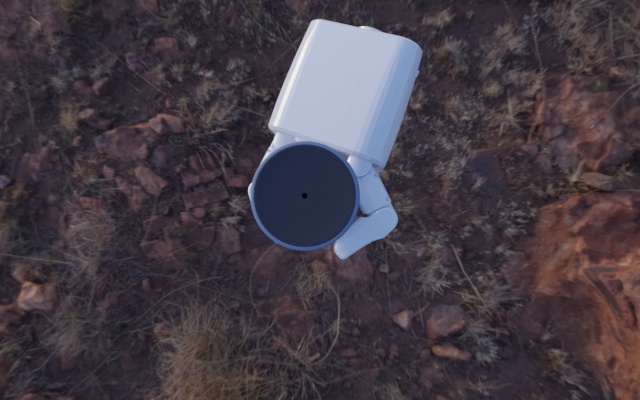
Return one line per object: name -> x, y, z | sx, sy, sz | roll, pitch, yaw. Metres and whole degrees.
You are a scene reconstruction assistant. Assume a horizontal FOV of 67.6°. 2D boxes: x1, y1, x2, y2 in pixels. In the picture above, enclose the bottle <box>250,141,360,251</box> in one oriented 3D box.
bottle -> 0.000, 0.001, 0.433 | 0.069, 0.069, 0.296 | 0, -2, 4
